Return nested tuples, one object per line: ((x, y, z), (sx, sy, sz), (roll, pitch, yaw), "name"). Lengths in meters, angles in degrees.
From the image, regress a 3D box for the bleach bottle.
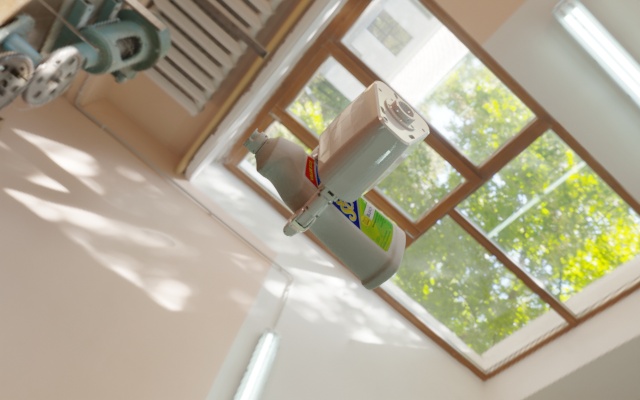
((0.000, 0.002, 0.632), (0.068, 0.251, 0.102), (-43, 11, 34), "bleach bottle")
